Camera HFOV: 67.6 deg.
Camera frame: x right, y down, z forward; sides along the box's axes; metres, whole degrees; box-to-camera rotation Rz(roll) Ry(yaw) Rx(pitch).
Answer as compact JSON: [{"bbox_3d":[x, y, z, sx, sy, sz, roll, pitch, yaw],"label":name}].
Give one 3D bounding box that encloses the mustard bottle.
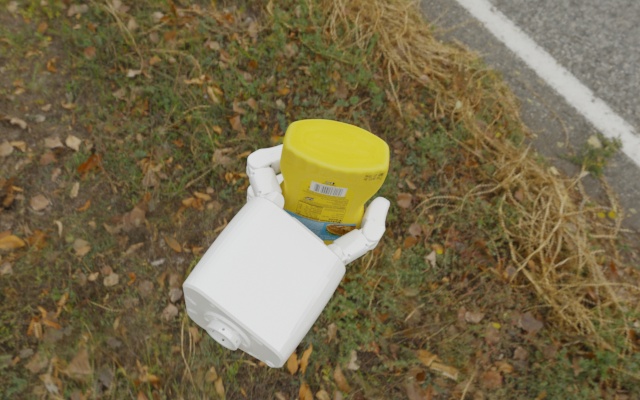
[{"bbox_3d":[0.000,0.001,0.495,0.096,0.058,0.192,11,-34,-5],"label":"mustard bottle"}]
